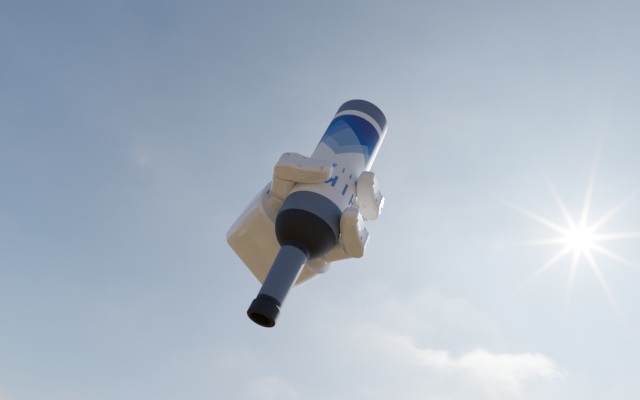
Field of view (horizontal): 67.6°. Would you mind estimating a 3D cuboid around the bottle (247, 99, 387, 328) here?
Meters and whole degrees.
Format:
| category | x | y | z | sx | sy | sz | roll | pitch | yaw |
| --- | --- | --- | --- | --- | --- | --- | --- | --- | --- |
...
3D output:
| category | x | y | z | sx | sy | sz | roll | pitch | yaw |
| --- | --- | --- | --- | --- | --- | --- | --- | --- | --- |
| bottle | 0.000 | 0.001 | 0.504 | 0.069 | 0.069 | 0.295 | 0 | 43 | 29 |
